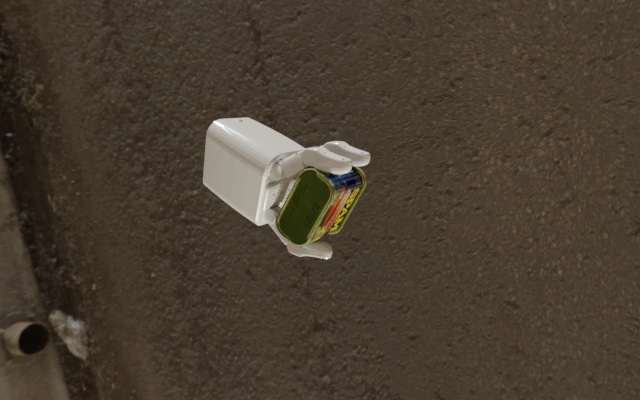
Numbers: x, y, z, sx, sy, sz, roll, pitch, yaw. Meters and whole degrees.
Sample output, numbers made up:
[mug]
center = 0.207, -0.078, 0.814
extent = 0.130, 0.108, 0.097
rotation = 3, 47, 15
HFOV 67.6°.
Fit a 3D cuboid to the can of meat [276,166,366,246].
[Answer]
[can of meat]
center = 0.000, 0.002, 0.589
extent = 0.057, 0.102, 0.084
rotation = 38, 26, 18
